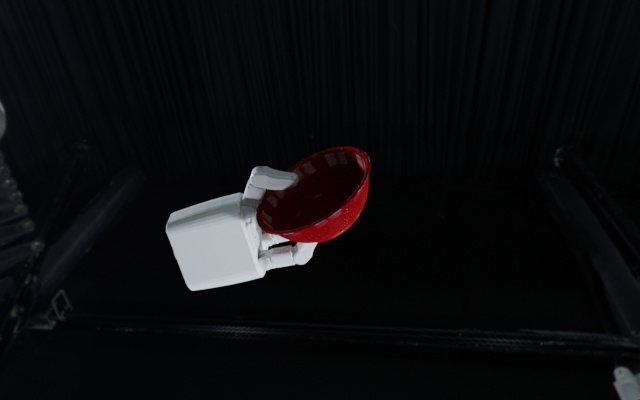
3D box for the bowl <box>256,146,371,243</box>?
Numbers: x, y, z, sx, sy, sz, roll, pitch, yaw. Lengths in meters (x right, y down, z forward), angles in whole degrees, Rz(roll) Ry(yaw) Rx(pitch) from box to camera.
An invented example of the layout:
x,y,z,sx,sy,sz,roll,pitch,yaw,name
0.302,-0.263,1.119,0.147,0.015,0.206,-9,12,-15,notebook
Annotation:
x,y,z,sx,sy,sz,roll,pitch,yaw,name
0.001,0.002,0.608,0.162,0.055,0.162,-24,32,16,bowl
